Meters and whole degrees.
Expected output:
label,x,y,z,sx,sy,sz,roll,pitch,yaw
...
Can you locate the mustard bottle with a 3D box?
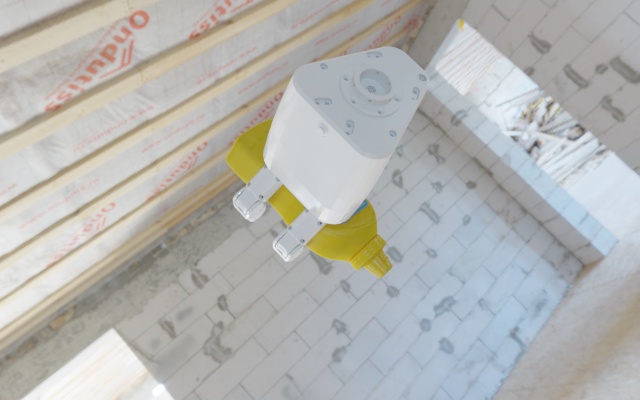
label,x,y,z,sx,sy,sz,roll,pitch,yaw
mustard bottle,0.000,0.002,0.482,0.058,0.191,0.096,-50,-11,35
